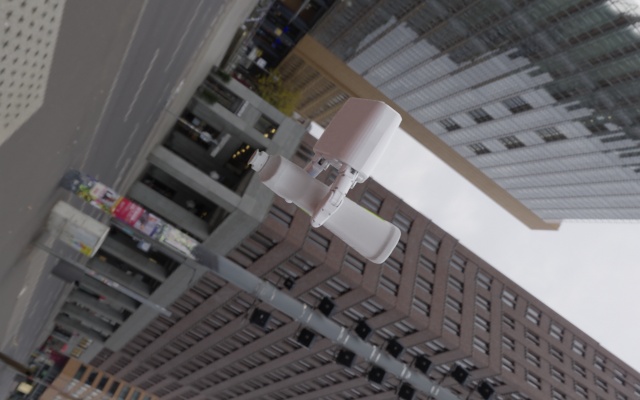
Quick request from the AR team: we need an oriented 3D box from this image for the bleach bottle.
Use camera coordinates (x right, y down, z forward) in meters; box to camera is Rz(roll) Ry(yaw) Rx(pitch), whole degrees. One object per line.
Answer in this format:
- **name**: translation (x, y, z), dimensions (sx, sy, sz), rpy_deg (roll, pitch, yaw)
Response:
- **bleach bottle**: translation (0.000, 0.002, 0.743), dimensions (0.251, 0.068, 0.102), rpy_deg (34, -3, -16)
